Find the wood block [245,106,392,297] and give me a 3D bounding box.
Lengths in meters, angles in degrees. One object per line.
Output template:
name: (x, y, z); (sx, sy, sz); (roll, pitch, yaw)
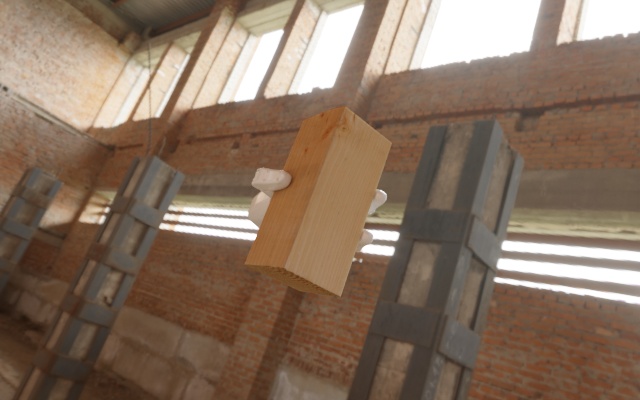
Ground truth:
wood block: (0.000, 0.002, 0.586); (0.091, 0.206, 0.090); (31, -21, -31)
